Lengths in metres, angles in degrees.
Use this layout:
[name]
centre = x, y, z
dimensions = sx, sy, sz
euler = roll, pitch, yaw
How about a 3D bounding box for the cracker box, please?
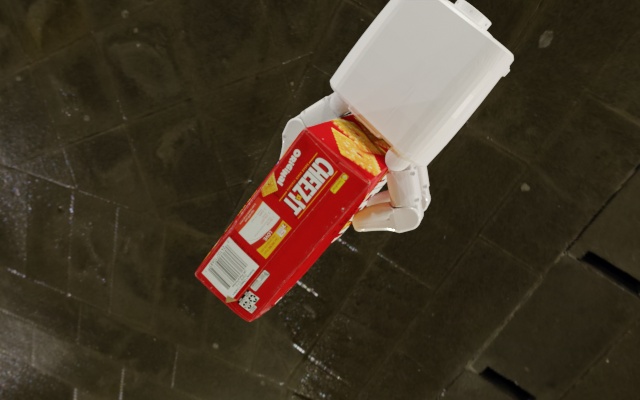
[cracker box]
centre = 0.000, 0.001, 0.456
dimensions = 0.072, 0.164, 0.213
euler = 42, 23, 6
